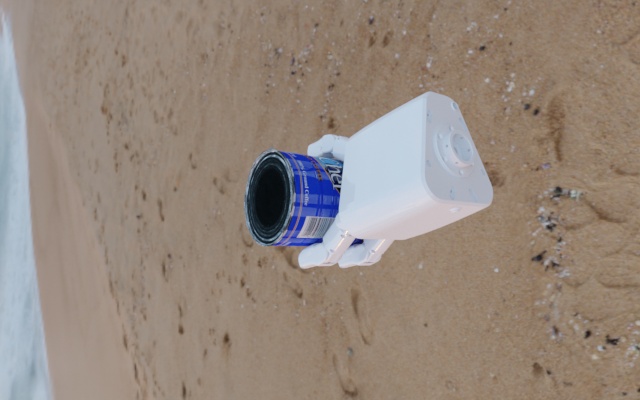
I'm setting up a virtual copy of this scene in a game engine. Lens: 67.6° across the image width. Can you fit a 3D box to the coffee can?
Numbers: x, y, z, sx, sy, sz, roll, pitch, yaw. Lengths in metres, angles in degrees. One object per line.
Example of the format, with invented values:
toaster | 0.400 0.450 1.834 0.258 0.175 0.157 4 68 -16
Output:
coffee can | 0.000 0.002 0.539 0.140 0.103 0.103 5 -3 -36
